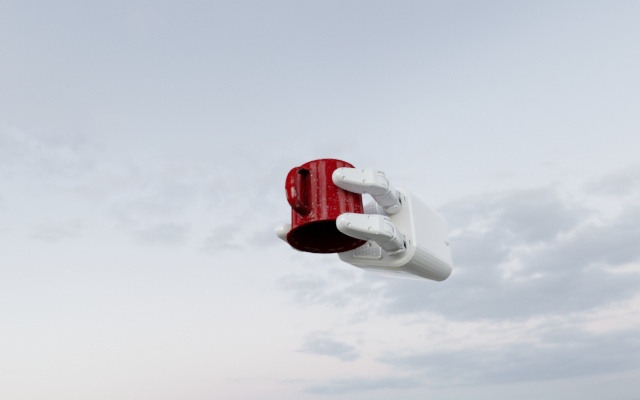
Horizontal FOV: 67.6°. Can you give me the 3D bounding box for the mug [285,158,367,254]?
[{"bbox_3d":[-0.001,0.001,0.533,0.093,0.081,0.117,-22,-34,31],"label":"mug"}]
